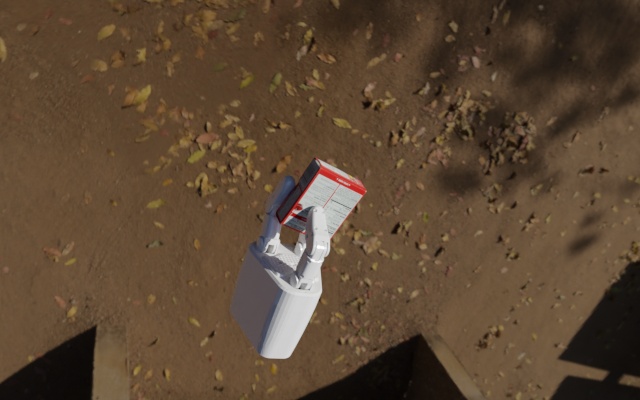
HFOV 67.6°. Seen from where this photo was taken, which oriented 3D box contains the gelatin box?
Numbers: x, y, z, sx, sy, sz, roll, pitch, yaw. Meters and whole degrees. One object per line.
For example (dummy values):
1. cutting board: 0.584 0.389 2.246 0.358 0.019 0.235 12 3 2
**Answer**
1. gelatin box: 0.000 0.002 0.578 0.073 0.089 0.030 25 21 -31
